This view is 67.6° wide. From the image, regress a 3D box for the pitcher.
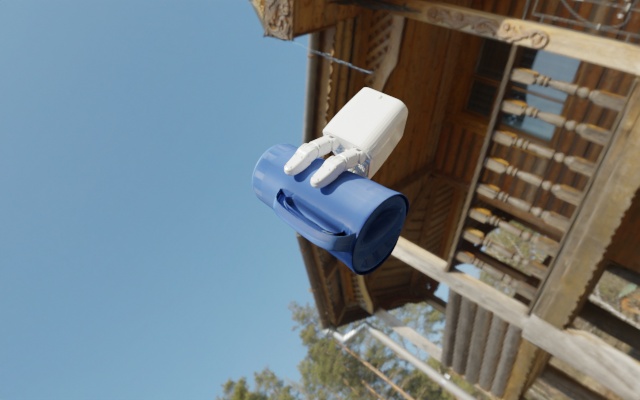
[{"bbox_3d":[0.000,0.002,0.741,0.242,0.145,0.149,30,-17,33],"label":"pitcher"}]
